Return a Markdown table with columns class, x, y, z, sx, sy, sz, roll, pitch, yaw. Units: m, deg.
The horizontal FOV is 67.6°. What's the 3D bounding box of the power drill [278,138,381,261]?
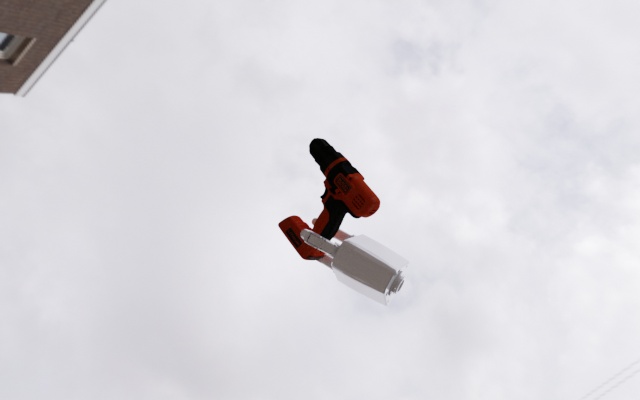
| class | x | y | z | sx | sy | sz | roll | pitch | yaw |
| --- | --- | --- | --- | --- | --- | --- | --- | --- | --- |
| power drill | 0.000 | 0.003 | 0.875 | 0.057 | 0.188 | 0.184 | 1 | 44 | -50 |
